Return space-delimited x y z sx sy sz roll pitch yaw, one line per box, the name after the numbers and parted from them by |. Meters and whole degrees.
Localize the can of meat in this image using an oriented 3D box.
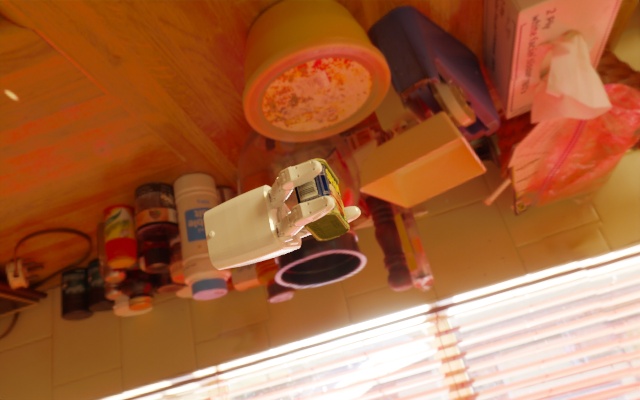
0.000 0.003 0.679 0.057 0.084 0.102 -19 -25 10 | can of meat
